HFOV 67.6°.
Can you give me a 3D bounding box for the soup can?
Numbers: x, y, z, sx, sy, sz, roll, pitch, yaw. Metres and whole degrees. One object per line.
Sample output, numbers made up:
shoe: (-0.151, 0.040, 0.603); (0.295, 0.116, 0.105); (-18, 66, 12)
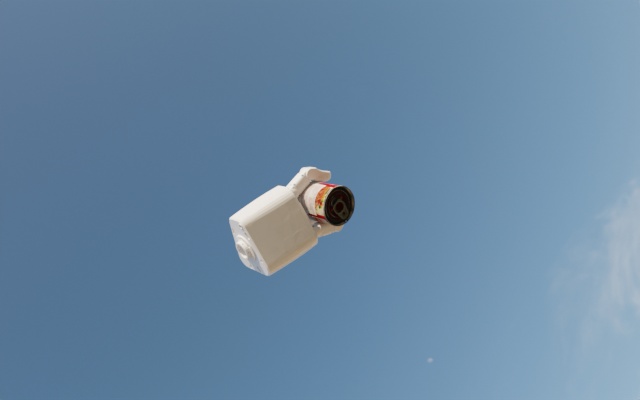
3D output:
soup can: (0.000, 0.002, 0.823); (0.068, 0.068, 0.102); (0, 8, -39)
